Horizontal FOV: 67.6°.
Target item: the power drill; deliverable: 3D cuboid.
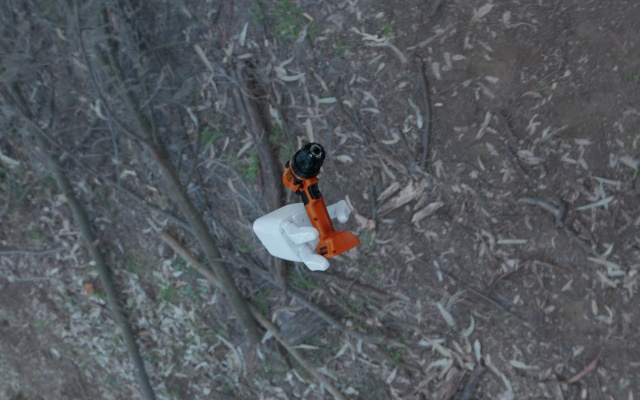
[{"bbox_3d":[0.000,0.003,0.819,0.057,0.187,0.184,-22,-5,-16],"label":"power drill"}]
